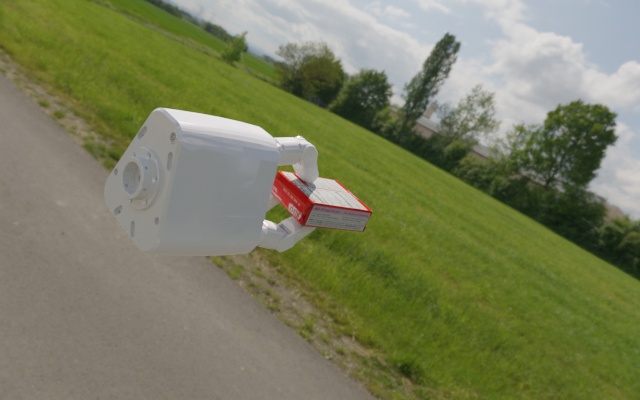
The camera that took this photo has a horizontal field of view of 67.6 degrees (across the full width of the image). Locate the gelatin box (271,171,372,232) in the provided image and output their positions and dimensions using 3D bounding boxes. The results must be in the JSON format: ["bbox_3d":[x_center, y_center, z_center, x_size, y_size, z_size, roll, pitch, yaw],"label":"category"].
[{"bbox_3d":[0.001,0.001,0.516,0.089,0.030,0.073,7,25,-40],"label":"gelatin box"}]
